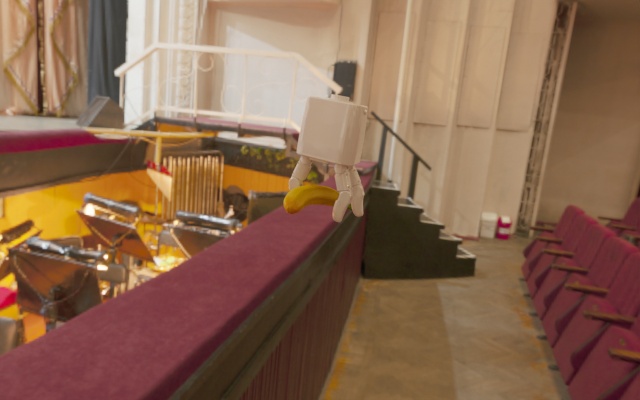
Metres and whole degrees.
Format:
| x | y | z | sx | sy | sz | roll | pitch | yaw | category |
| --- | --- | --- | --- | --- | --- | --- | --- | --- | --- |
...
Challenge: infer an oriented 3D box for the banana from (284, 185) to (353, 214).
| x | y | z | sx | sy | sz | roll | pitch | yaw | category |
| --- | --- | --- | --- | --- | --- | --- | --- | --- | --- |
| -0.012 | -0.004 | 0.847 | 0.069 | 0.037 | 0.198 | 23 | 16 | 33 | banana |
